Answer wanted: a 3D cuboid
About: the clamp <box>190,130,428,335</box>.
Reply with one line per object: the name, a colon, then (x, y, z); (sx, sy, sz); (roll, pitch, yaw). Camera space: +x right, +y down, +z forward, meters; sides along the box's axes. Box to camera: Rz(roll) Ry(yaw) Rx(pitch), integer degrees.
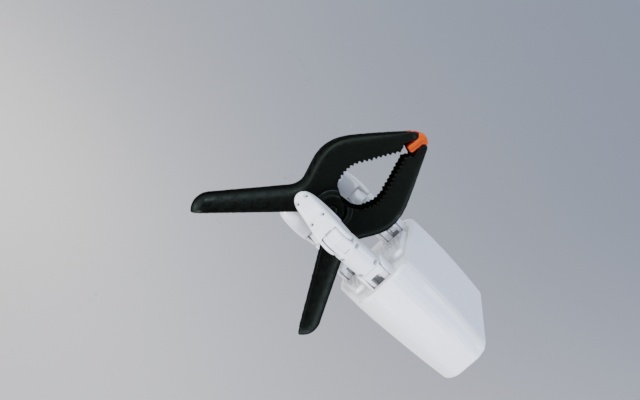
clamp: (0.001, 0.001, 0.425); (0.164, 0.210, 0.036); (44, 9, -9)
